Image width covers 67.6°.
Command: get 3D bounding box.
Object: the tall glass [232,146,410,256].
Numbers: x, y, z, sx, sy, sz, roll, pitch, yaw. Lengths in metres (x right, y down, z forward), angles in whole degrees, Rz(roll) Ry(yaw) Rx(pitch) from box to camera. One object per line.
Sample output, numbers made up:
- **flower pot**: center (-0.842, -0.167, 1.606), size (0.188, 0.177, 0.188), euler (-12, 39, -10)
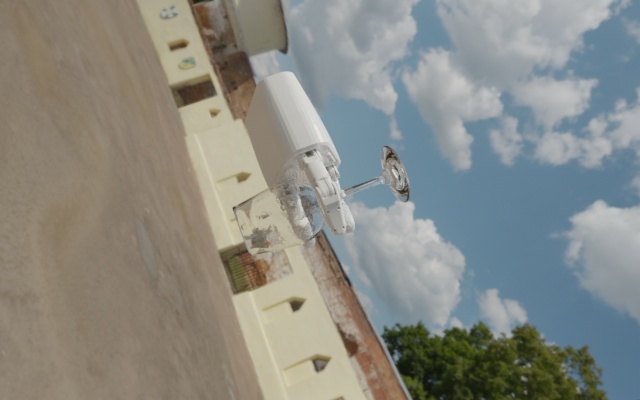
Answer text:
- **tall glass**: center (0.001, 0.002, 0.569), size (0.201, 0.079, 0.079), euler (-21, 4, -10)
